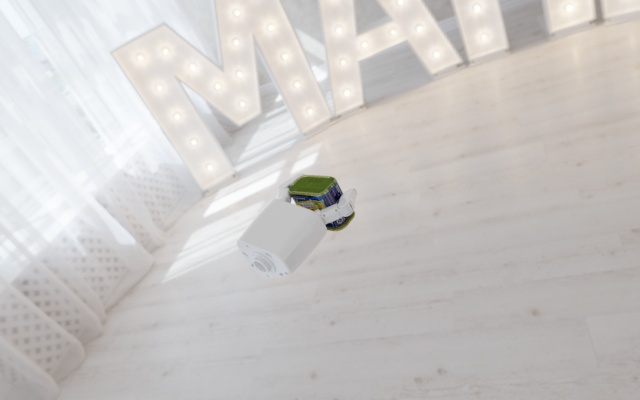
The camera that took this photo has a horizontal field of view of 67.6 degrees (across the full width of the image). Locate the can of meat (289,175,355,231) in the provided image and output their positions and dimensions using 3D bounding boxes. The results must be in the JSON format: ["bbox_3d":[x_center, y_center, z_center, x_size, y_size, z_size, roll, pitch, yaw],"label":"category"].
[{"bbox_3d":[0.000,0.003,0.858,0.102,0.084,0.057,6,44,44],"label":"can of meat"}]
